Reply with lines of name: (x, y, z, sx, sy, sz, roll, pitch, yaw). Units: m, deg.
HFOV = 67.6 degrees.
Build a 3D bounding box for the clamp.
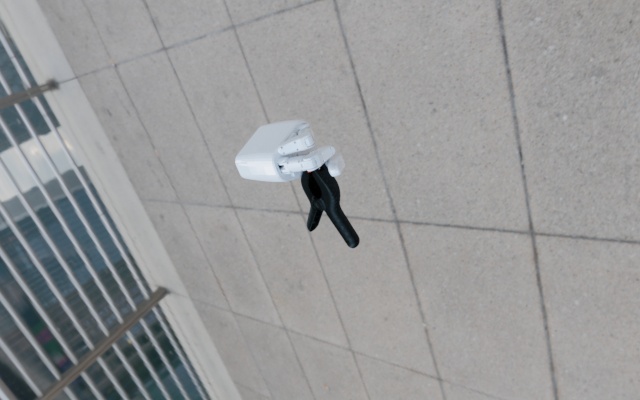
clamp: (0.000, 0.003, 0.830, 0.120, 0.171, 0.039, 4, 32, 43)
